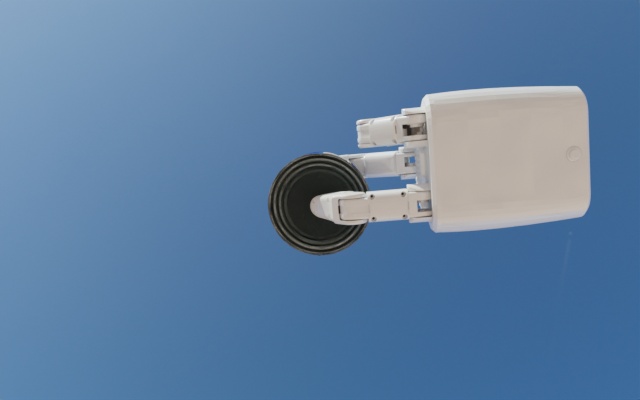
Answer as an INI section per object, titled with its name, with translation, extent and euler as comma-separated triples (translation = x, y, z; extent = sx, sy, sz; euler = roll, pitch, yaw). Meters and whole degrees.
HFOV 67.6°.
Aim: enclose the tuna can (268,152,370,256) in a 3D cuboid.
[tuna can]
translation = 0.000, 0.001, 0.409
extent = 0.086, 0.086, 0.033
euler = 0, 9, 3
